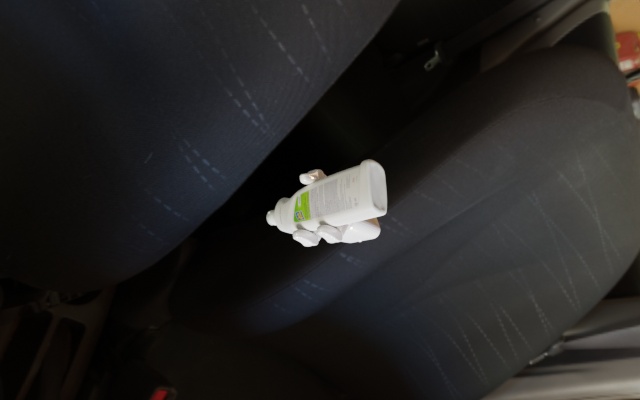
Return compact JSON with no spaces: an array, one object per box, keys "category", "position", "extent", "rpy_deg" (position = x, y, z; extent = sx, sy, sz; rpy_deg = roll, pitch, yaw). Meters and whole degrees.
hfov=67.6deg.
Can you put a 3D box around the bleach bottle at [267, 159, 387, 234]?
[{"category":"bleach bottle","position":[0.000,0.003,0.899],"extent":[0.251,0.102,0.068],"rpy_deg":[-14,-21,34]}]
